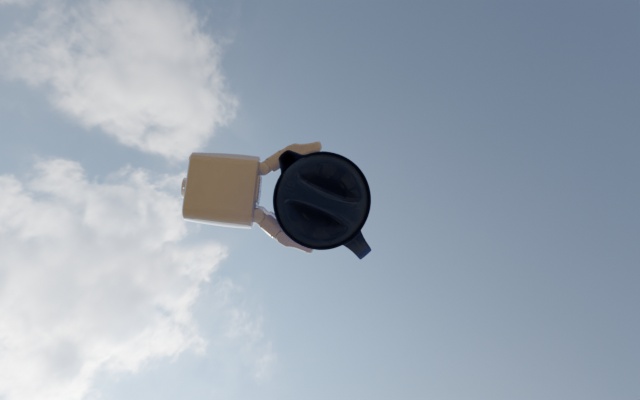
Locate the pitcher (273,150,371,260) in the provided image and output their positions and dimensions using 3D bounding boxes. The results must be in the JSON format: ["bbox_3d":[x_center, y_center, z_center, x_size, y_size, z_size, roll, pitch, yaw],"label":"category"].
[{"bbox_3d":[0.000,0.002,0.754,0.145,0.149,0.243,4,3,-4],"label":"pitcher"}]
